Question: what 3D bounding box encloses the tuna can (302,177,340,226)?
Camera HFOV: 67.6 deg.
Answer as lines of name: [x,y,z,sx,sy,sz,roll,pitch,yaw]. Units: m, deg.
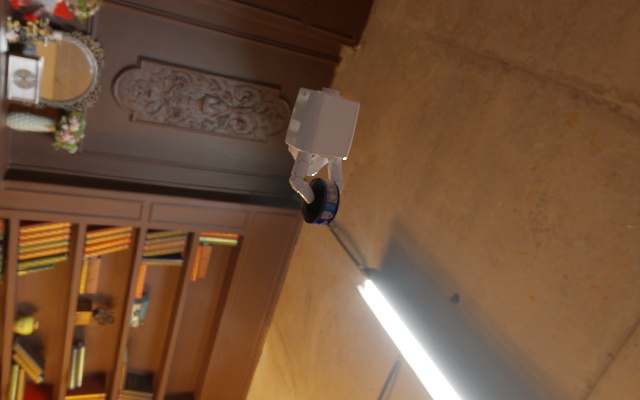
tuna can: [0.001,0.003,0.873,0.034,0.086,0.086,12,-6,-27]
